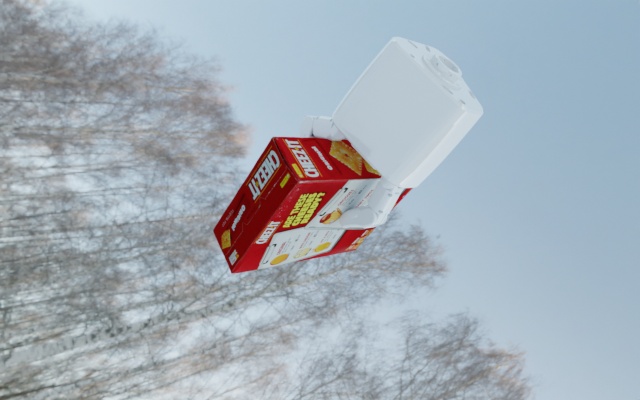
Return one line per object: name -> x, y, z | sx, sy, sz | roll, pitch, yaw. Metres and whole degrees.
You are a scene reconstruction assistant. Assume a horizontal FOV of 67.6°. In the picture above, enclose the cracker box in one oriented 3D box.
cracker box -> 0.000, 0.002, 0.582 | 0.213, 0.072, 0.164 | -4, -37, -44
